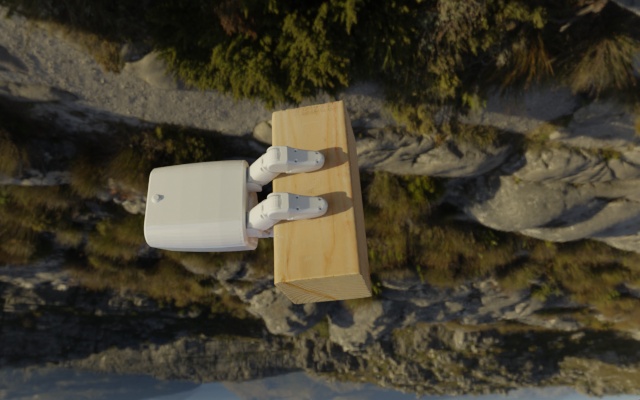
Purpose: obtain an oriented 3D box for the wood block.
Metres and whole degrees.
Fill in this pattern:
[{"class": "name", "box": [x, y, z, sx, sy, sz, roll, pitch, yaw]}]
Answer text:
[{"class": "wood block", "box": [0.000, 0.002, 0.542, 0.090, 0.206, 0.091, -8, -26, 9]}]
